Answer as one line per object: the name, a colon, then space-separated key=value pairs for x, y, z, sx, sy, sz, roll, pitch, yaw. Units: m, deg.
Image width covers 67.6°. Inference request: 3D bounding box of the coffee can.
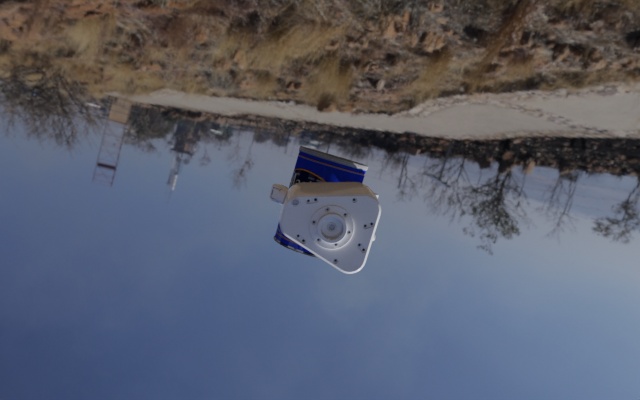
coffee can: x=0.000 y=0.002 z=0.694 sx=0.103 sy=0.140 sz=0.103 roll=16 pitch=7 yaw=-2
